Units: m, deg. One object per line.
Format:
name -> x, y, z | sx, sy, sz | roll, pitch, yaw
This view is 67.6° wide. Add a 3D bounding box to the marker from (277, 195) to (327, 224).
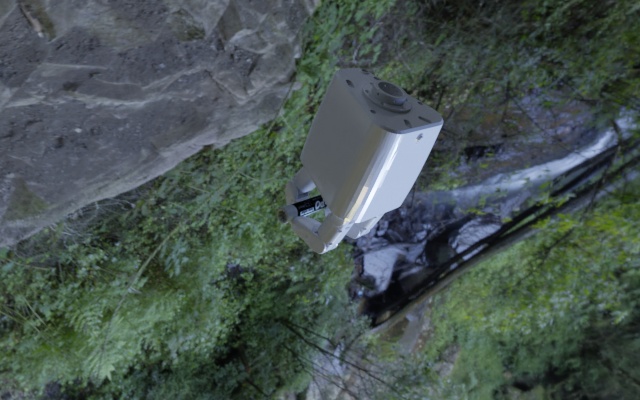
marker -> 0.000, 0.002, 0.563 | 0.121, 0.020, 0.020 | -19, 13, -42
